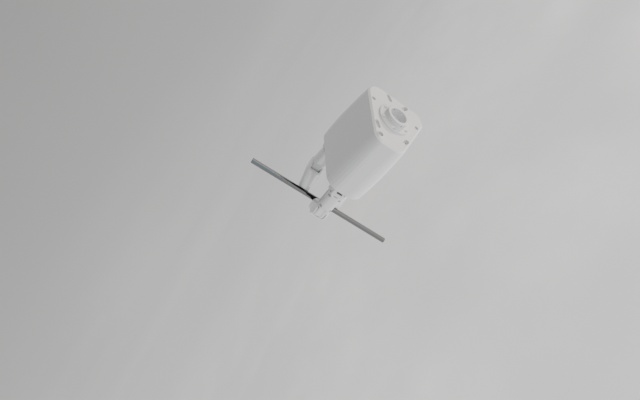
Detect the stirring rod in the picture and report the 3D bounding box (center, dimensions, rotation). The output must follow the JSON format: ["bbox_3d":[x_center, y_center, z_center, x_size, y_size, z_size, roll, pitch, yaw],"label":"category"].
[{"bbox_3d":[0.000,0.002,0.723,0.239,0.011,0.011,31,-9,-15],"label":"stirring rod"}]
